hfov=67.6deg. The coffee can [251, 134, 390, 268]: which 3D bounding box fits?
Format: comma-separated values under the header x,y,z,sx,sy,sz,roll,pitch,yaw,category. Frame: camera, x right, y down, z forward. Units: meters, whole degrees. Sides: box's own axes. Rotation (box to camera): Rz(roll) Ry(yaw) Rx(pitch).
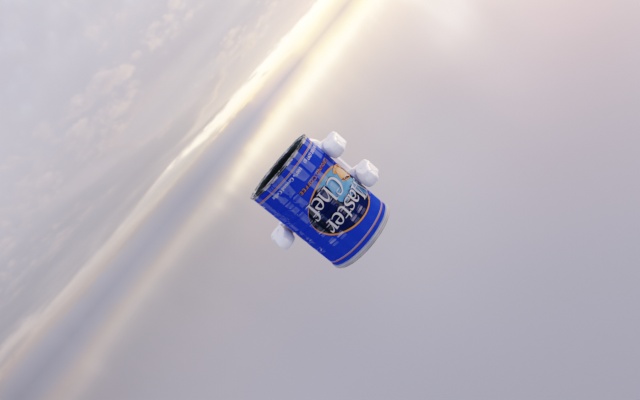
x,y,z,sx,sy,sz,roll,pitch,yaw,category
0.000,0.002,0.592,0.140,0.103,0.103,40,-10,-12,coffee can
